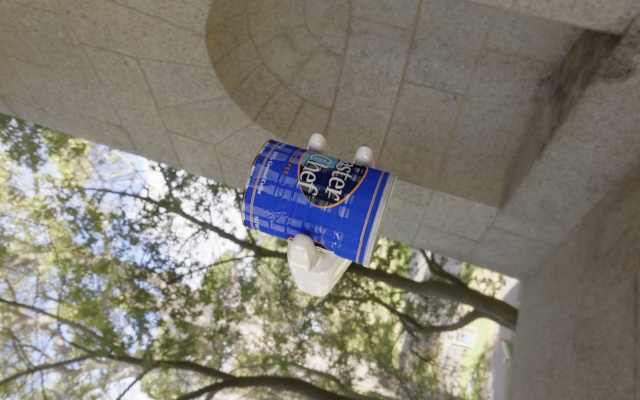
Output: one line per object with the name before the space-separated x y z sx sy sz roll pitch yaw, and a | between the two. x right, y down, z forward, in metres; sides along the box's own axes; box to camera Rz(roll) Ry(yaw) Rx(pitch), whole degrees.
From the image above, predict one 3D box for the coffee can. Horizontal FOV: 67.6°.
coffee can | 0.000 0.002 0.512 0.140 0.103 0.103 17 3 9
